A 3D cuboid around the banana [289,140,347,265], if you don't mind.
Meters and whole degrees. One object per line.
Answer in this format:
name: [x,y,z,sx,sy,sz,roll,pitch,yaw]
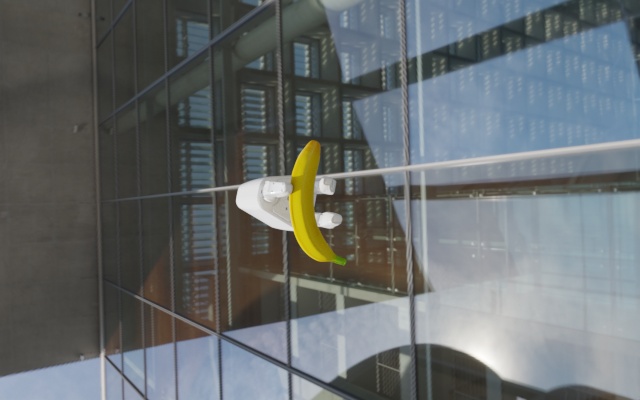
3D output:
banana: [-0.015,0.010,0.727,0.069,0.198,0.037,-14,4,-27]
